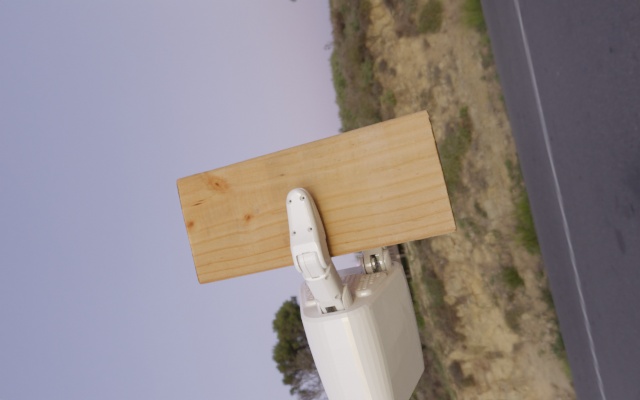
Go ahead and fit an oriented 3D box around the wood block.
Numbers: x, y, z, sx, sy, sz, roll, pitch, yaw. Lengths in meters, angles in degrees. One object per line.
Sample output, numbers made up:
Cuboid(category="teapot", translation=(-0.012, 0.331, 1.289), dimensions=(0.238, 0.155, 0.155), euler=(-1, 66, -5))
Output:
Cuboid(category="wood block", translation=(0.000, 0.002, 0.400), dimensions=(0.206, 0.090, 0.091), euler=(-14, -3, 15))
